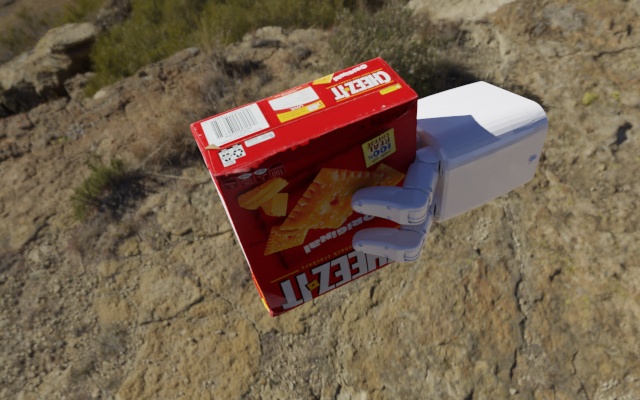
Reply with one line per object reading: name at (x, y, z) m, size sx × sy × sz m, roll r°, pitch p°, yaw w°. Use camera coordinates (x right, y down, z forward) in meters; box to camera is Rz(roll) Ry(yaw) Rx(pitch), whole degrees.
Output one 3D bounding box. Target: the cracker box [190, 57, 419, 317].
cracker box at (0.000, 0.001, 0.432) m, size 0.164 × 0.072 × 0.214 m, roll -22°, pitch -40°, yaw -10°
